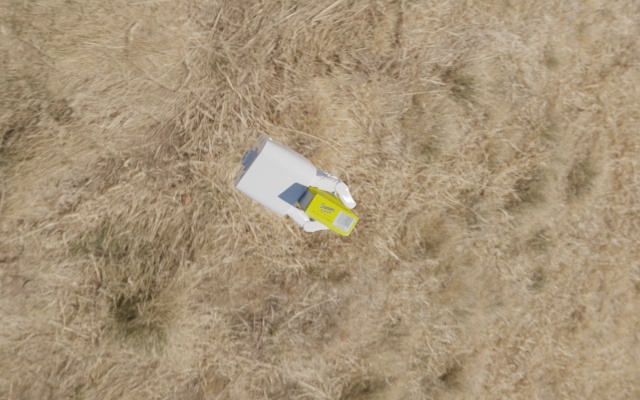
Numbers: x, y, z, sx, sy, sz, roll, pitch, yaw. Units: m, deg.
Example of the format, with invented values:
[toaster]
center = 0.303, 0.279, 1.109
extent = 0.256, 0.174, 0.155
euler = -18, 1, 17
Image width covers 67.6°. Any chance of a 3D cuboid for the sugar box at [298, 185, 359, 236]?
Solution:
[sugar box]
center = 0.000, 0.002, 0.889
extent = 0.093, 0.048, 0.176
euler = 31, 9, -20
